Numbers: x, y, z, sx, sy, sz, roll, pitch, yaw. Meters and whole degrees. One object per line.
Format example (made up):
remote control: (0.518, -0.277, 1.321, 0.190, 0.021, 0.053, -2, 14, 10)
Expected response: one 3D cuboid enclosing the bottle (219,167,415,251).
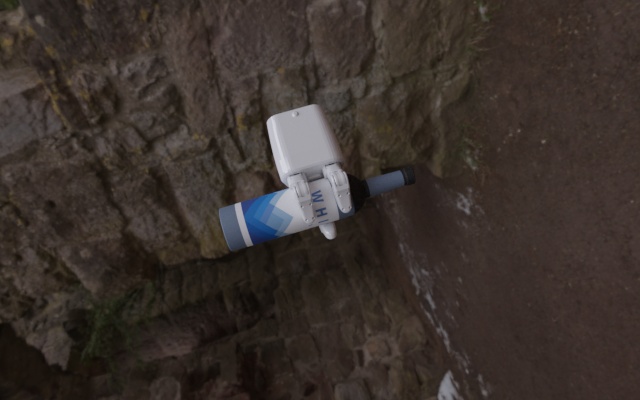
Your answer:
bottle: (0.000, 0.003, 0.720, 0.296, 0.069, 0.069, -16, 1, -5)
